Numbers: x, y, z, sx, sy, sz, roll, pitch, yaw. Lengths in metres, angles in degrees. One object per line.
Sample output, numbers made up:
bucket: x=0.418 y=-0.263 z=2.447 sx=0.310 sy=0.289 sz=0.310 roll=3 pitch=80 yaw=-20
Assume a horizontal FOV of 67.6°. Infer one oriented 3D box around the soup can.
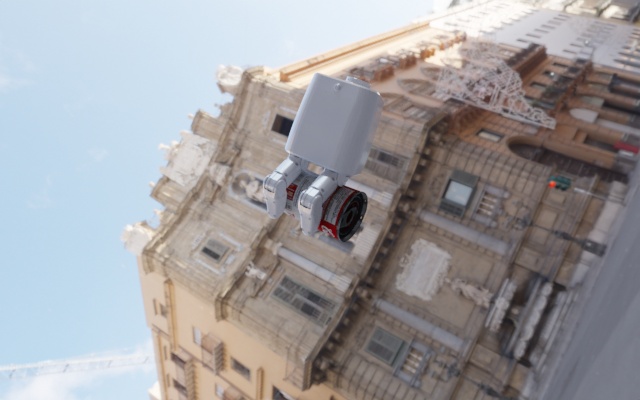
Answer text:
soup can: x=0.000 y=0.002 z=0.617 sx=0.102 sy=0.068 sz=0.068 roll=25 pitch=11 yaw=26
